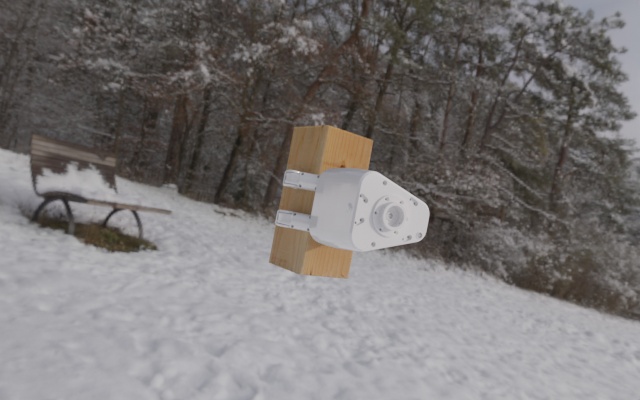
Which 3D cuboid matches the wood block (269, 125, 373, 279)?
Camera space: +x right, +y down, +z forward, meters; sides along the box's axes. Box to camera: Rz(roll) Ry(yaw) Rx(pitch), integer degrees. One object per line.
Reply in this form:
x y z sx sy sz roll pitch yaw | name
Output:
0.001 0.002 0.703 0.091 0.206 0.090 12 -2 -36 | wood block
